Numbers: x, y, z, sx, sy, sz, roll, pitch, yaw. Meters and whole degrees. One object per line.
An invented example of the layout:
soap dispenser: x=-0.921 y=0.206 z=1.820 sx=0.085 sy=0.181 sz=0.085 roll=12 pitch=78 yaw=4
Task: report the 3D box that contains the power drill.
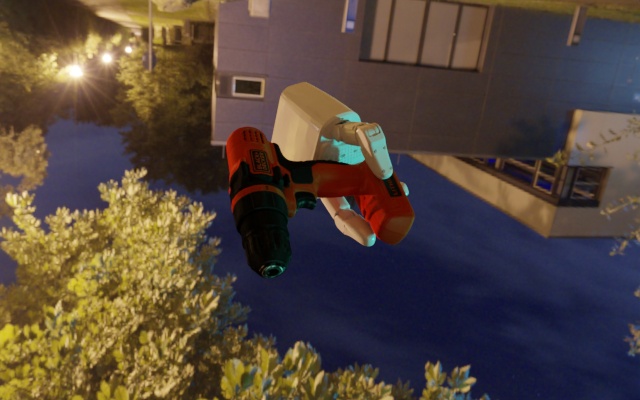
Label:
power drill: x=0.000 y=0.001 z=0.491 sx=0.187 sy=0.184 sz=0.057 roll=7 pitch=-46 yaw=-25
